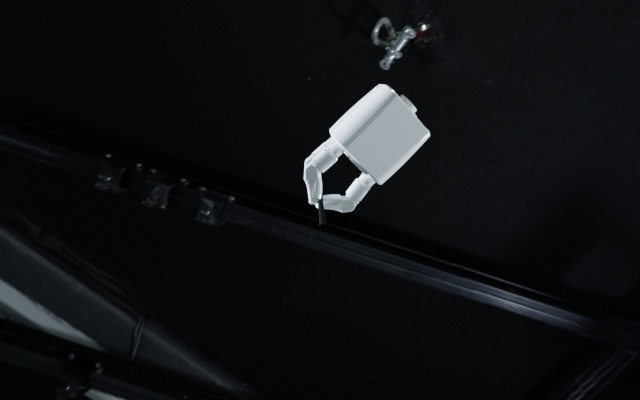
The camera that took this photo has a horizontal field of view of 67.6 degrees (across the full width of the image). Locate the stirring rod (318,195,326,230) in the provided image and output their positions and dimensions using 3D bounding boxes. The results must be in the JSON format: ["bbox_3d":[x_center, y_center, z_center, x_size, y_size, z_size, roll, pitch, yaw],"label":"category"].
[{"bbox_3d":[0.000,0.002,0.697,0.011,0.011,0.239,0,14,-1],"label":"stirring rod"}]
